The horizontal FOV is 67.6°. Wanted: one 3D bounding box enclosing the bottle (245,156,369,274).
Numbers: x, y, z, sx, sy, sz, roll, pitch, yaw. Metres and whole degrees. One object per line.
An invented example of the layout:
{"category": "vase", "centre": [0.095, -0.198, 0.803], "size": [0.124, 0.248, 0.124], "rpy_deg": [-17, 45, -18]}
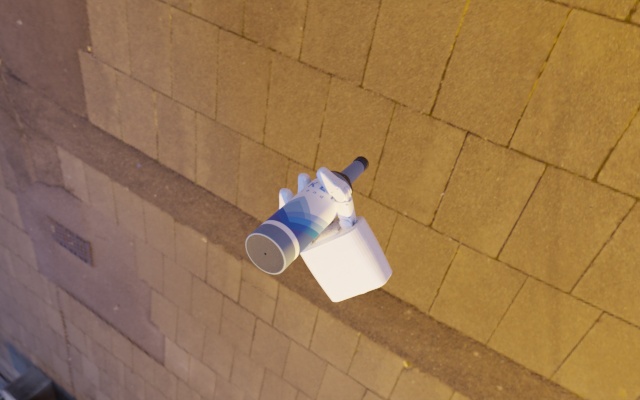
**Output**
{"category": "bottle", "centre": [0.000, 0.002, 0.743], "size": [0.069, 0.069, 0.295], "rpy_deg": [0, 28, 35]}
